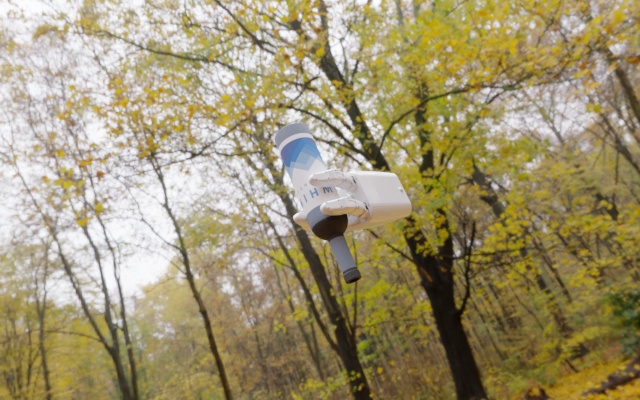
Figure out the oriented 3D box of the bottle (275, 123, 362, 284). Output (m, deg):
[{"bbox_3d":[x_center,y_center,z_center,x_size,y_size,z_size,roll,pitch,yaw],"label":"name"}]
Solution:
[{"bbox_3d":[0.000,0.002,0.813,0.069,0.295,0.069,-19,-24,-9],"label":"bottle"}]
